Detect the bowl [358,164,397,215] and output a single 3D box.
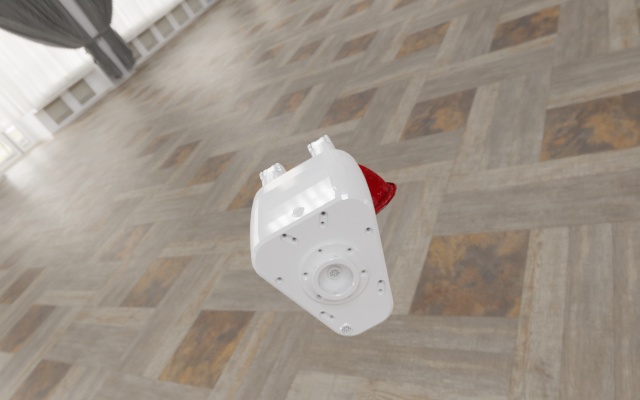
[{"bbox_3d":[0.000,0.001,0.526,0.162,0.055,0.162,-30,10,6],"label":"bowl"}]
